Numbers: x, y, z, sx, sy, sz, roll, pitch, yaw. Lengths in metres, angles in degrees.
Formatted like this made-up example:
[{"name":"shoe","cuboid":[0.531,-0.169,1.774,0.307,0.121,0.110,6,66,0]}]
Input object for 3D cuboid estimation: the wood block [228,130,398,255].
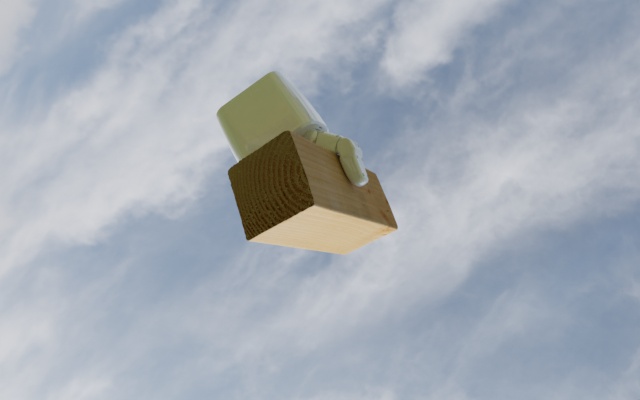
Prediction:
[{"name":"wood block","cuboid":[0.000,0.001,0.571,0.091,0.090,0.206,-30,-23,24]}]
